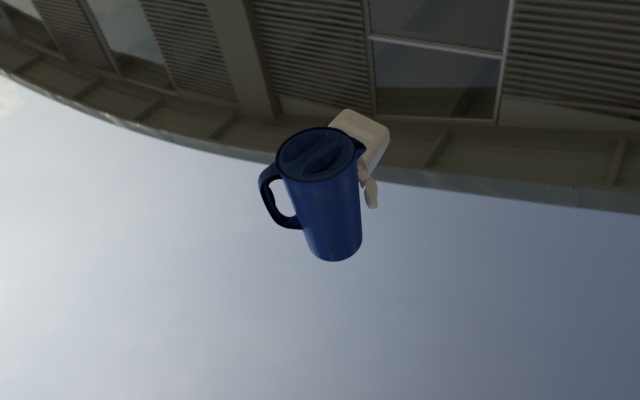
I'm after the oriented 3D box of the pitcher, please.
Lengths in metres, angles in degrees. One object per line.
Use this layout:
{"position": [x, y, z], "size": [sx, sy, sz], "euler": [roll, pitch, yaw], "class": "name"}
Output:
{"position": [0.000, 0.003, 0.848], "size": [0.149, 0.145, 0.243], "euler": [16, -37, 25], "class": "pitcher"}
